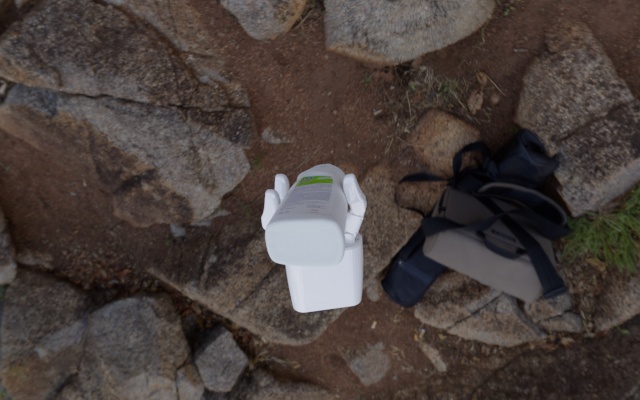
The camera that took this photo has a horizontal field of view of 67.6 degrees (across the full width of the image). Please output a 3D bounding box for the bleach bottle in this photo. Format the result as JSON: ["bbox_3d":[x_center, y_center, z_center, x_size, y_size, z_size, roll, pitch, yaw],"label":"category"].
[{"bbox_3d":[0.000,0.002,0.689,0.102,0.068,0.250,-1,24,12],"label":"bleach bottle"}]
